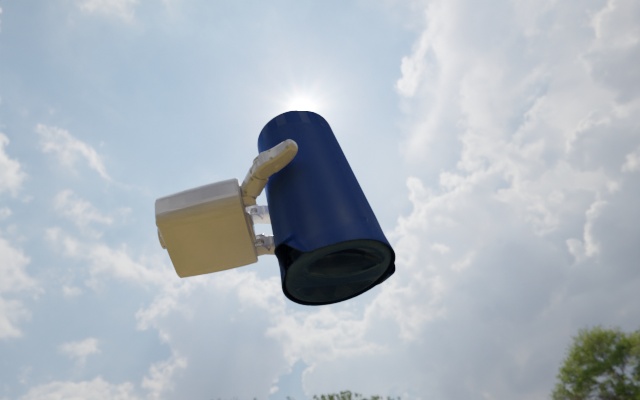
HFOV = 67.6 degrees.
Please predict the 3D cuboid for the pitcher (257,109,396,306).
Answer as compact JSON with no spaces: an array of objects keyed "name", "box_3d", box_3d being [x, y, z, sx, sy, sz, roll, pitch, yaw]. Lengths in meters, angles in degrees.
[{"name":"pitcher","box_3d":[0.000,0.002,0.610,0.145,0.242,0.149,-15,-38,-4]}]
